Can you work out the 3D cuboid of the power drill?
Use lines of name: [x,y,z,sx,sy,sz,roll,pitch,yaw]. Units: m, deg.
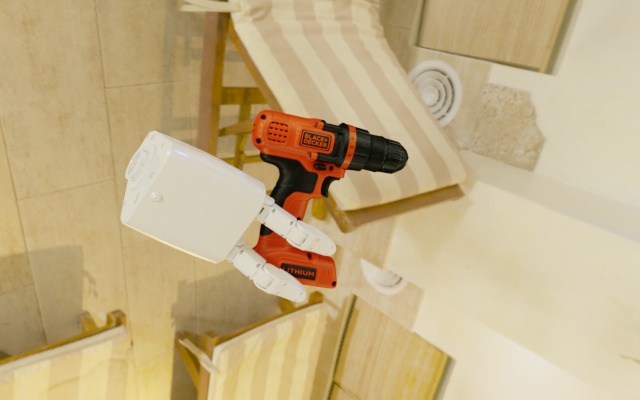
power drill: [0.000,0.002,0.549,0.184,0.187,0.057,11,4,-14]
